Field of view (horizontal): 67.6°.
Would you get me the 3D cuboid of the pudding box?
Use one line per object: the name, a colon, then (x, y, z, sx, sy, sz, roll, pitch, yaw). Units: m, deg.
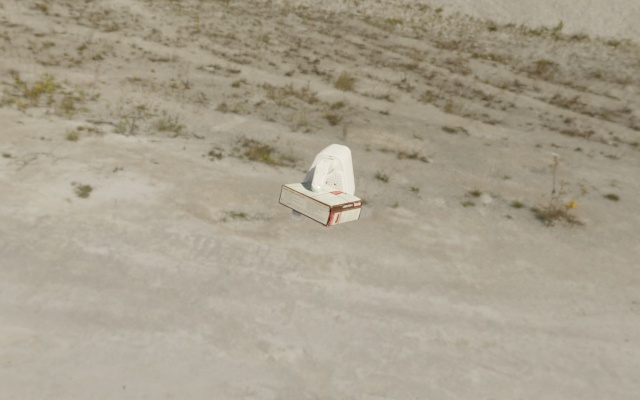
pudding box: (0.000, 0.002, 0.805, 0.113, 0.039, 0.090, 23, 21, 35)
